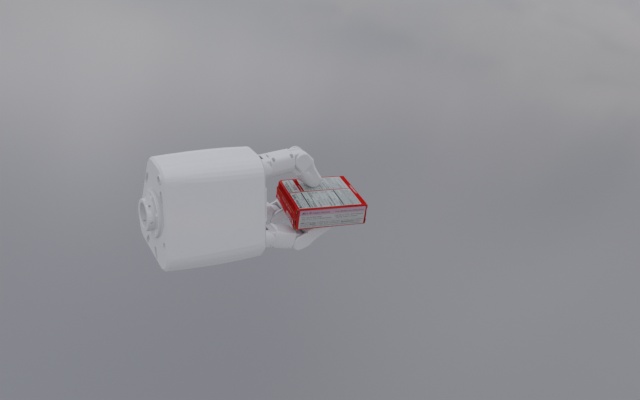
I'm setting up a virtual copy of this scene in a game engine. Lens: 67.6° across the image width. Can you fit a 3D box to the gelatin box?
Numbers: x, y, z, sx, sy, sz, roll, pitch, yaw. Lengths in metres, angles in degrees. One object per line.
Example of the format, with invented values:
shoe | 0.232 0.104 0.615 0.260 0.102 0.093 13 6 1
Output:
gelatin box | 0.000 0.001 0.564 0.089 0.030 0.073 -5 31 -21
